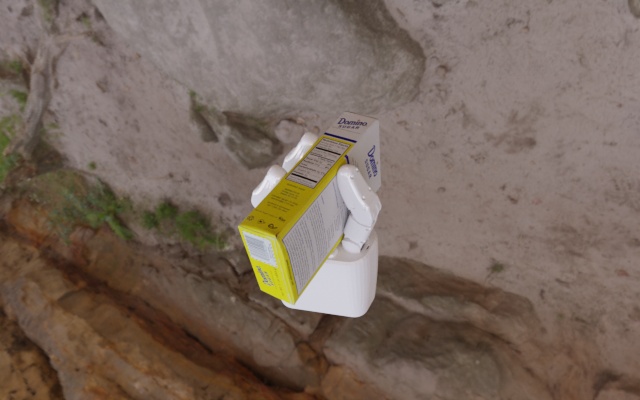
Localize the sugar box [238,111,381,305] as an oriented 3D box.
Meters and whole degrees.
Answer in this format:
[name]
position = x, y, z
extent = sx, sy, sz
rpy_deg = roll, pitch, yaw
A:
[sugar box]
position = 0.000, 0.002, 0.456
extent = 0.048, 0.093, 0.176
rpy_deg = 17, 49, 25
